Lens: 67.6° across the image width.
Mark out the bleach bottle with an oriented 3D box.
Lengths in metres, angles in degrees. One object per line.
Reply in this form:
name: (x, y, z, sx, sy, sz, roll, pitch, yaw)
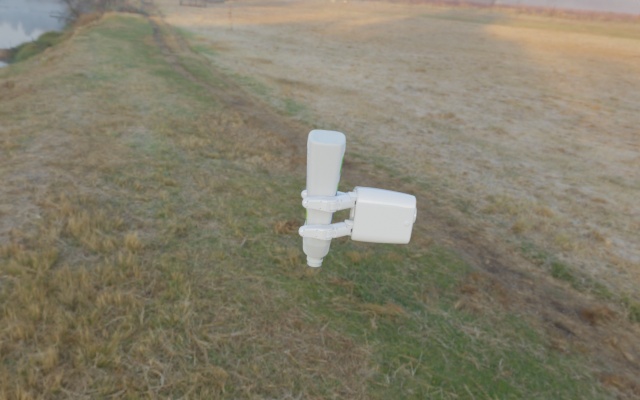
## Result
bleach bottle: (0.000, 0.003, 0.888, 0.068, 0.251, 0.102, 6, 22, 0)
